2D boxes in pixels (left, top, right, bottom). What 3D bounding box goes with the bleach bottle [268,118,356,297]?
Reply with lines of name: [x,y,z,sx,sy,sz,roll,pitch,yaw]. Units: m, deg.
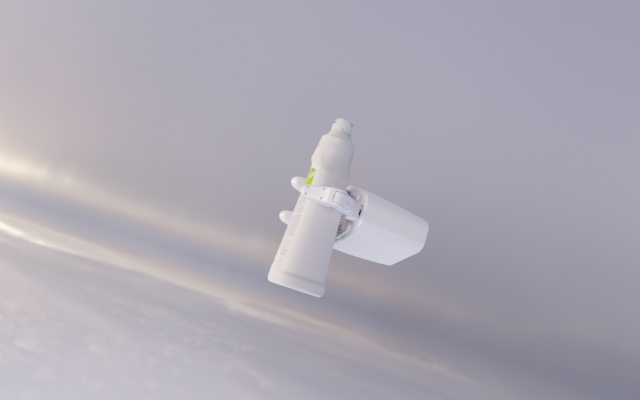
bleach bottle: [0.000,0.002,0.668,0.068,0.250,0.102,21,-11,-16]
